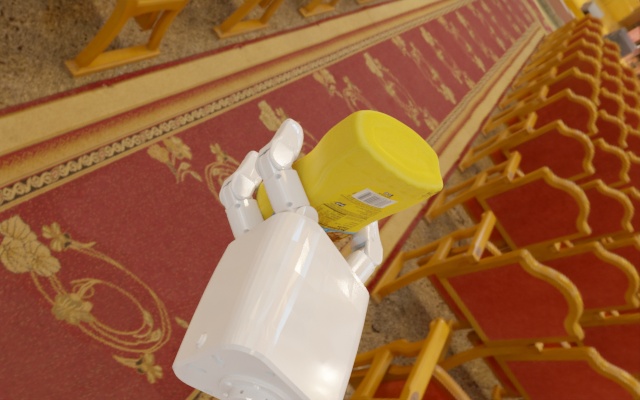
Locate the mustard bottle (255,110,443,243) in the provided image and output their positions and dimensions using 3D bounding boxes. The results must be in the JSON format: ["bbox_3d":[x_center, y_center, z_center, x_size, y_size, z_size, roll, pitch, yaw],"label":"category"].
[{"bbox_3d":[0.000,0.001,0.407,0.096,0.058,0.192,20,-37,-37],"label":"mustard bottle"}]
